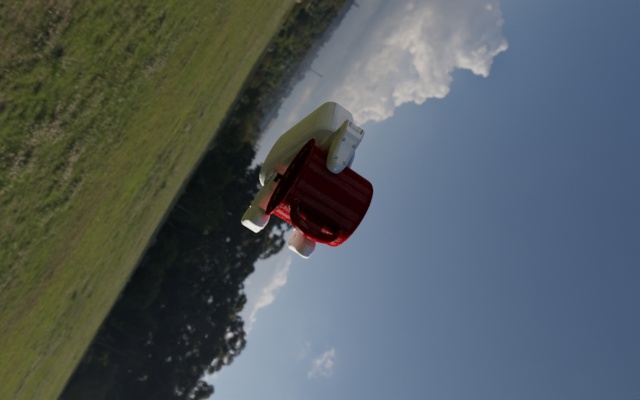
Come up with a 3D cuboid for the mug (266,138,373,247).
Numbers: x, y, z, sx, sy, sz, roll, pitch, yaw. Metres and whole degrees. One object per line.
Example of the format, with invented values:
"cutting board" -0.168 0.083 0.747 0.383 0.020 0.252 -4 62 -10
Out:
"mug" 0.000 0.002 0.490 0.081 0.093 0.117 32 28 -13
